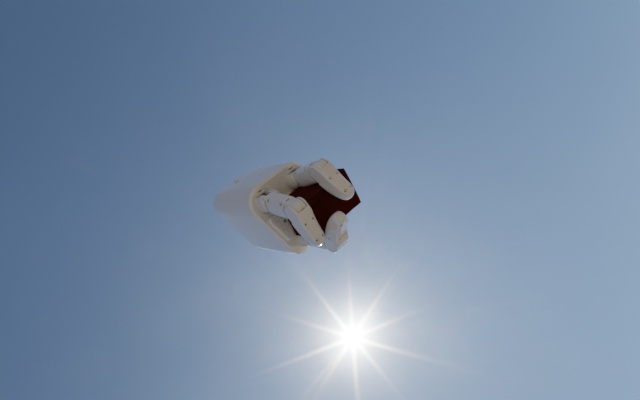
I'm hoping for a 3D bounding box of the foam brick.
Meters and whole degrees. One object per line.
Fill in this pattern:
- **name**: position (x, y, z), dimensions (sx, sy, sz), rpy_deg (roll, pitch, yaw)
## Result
- **foam brick**: position (0.000, 0.002, 0.592), dimensions (0.078, 0.053, 0.051), rpy_deg (-40, 23, -33)
